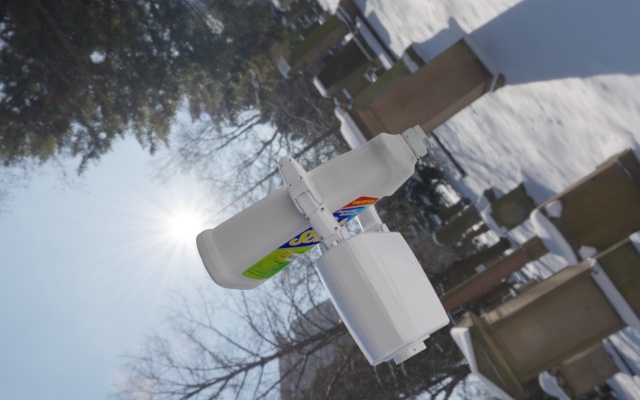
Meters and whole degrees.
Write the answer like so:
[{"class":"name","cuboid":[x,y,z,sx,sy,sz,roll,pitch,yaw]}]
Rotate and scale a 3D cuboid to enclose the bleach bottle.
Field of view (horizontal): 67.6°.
[{"class":"bleach bottle","cuboid":[0.000,0.002,0.496,0.251,0.068,0.102,-34,-22,11]}]
